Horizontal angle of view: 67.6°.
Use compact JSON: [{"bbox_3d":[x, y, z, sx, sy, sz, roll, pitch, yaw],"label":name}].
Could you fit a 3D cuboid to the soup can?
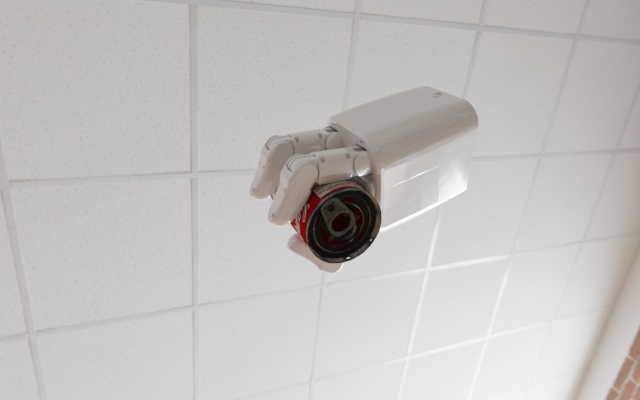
[{"bbox_3d":[0.000,0.002,0.428,0.068,0.068,0.102,0,24,-26],"label":"soup can"}]
